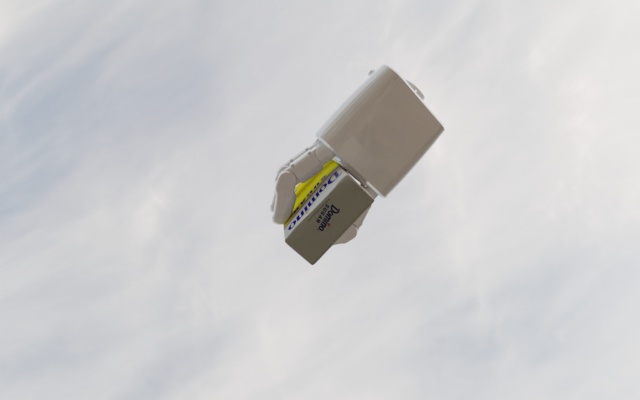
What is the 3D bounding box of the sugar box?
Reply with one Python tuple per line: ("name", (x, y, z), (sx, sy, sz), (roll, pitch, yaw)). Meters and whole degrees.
("sugar box", (0.000, 0.001, 0.547), (0.048, 0.093, 0.176), (42, 4, -10))
